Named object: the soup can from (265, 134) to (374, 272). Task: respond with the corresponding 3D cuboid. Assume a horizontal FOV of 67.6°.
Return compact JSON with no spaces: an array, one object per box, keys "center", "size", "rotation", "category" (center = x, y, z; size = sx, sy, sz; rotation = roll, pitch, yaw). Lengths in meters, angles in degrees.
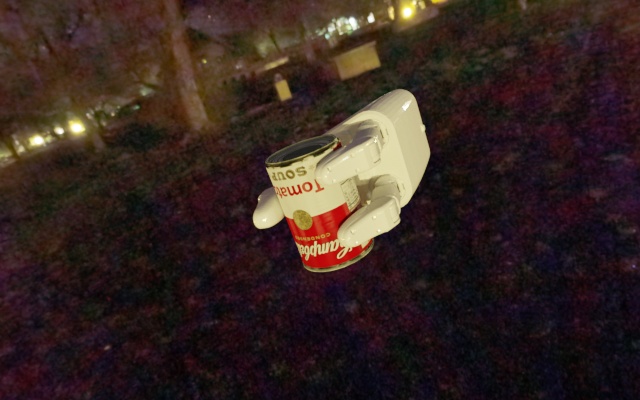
[{"center":[0.000,0.001,0.418],"size":[0.068,0.102,0.068],"rotation":[-18,18,6],"category":"soup can"}]
